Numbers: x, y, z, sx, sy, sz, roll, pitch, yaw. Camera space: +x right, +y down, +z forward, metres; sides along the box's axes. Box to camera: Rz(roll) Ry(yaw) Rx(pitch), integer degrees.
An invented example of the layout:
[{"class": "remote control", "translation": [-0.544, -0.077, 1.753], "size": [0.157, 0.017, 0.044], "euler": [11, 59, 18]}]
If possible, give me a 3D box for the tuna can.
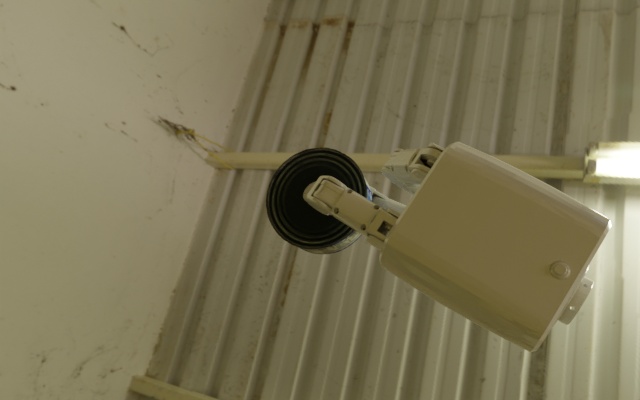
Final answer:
[{"class": "tuna can", "translation": [0.000, 0.001, 0.401], "size": [0.086, 0.086, 0.034], "euler": [0, -16, 17]}]
